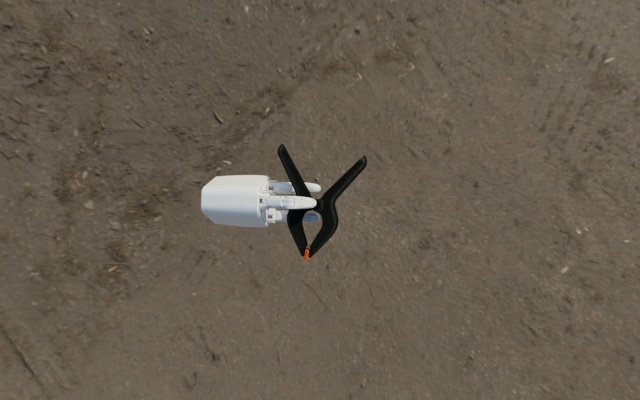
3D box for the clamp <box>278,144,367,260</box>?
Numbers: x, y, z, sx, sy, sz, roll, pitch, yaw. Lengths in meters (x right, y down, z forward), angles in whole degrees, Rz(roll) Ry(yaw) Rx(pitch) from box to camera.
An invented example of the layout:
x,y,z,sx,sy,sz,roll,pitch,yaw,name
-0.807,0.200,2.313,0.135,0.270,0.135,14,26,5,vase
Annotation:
x,y,z,sx,sy,sz,roll,pitch,yaw,name
0.000,0.003,0.870,0.164,0.210,0.036,2,0,8,clamp
